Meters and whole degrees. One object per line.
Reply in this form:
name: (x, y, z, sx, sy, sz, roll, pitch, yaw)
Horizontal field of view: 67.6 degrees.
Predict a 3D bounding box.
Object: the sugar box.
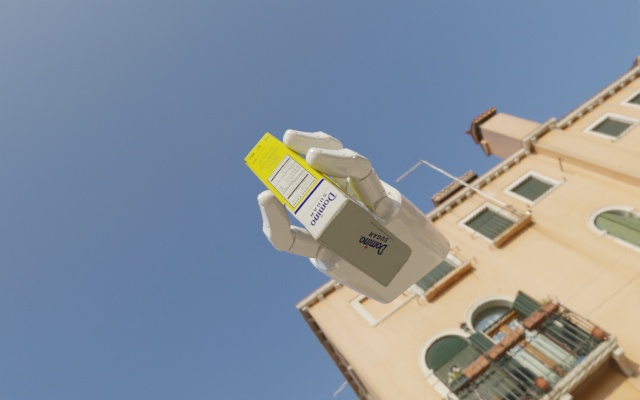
sugar box: (0.000, 0.001, 0.438, 0.093, 0.048, 0.176, 37, 1, -36)
